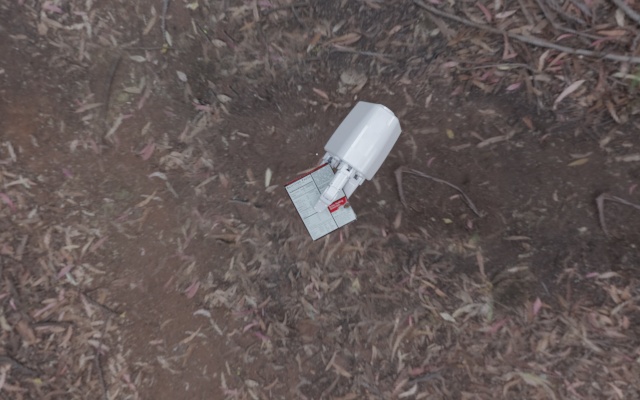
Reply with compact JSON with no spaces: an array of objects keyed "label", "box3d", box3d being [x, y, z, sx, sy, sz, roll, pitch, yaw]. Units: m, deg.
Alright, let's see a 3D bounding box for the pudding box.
[{"label":"pudding box","box3d":[0.000,0.003,0.827,0.090,0.113,0.039,-27,5,1]}]
